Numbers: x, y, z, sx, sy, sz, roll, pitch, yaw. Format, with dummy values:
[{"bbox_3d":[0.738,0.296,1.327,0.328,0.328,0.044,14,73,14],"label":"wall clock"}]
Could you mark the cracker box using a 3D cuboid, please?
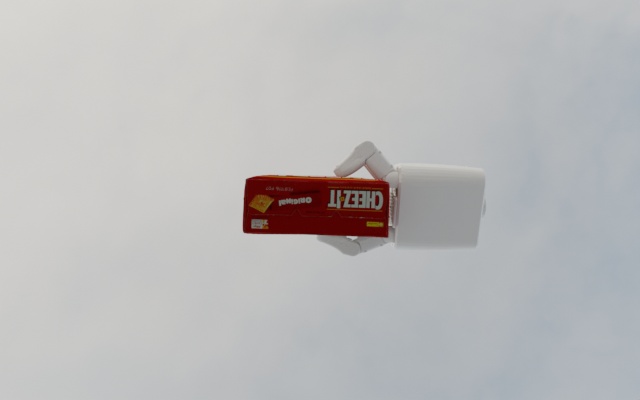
[{"bbox_3d":[0.000,0.002,0.629,0.164,0.072,0.213,1,2,3],"label":"cracker box"}]
